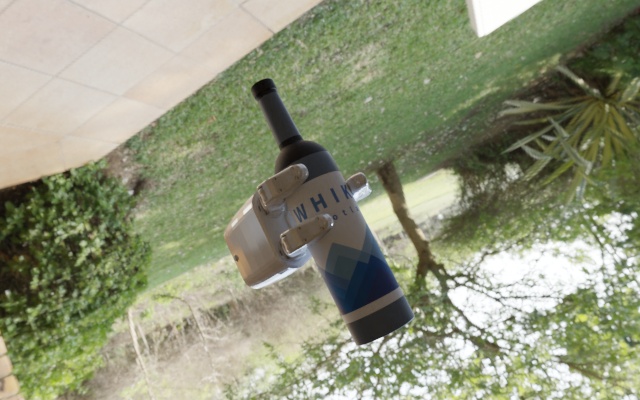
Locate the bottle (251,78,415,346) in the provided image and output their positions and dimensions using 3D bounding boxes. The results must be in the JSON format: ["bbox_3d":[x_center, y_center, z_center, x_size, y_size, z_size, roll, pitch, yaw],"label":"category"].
[{"bbox_3d":[0.000,0.002,0.504,0.069,0.295,0.069,-26,-10,-5],"label":"bottle"}]
